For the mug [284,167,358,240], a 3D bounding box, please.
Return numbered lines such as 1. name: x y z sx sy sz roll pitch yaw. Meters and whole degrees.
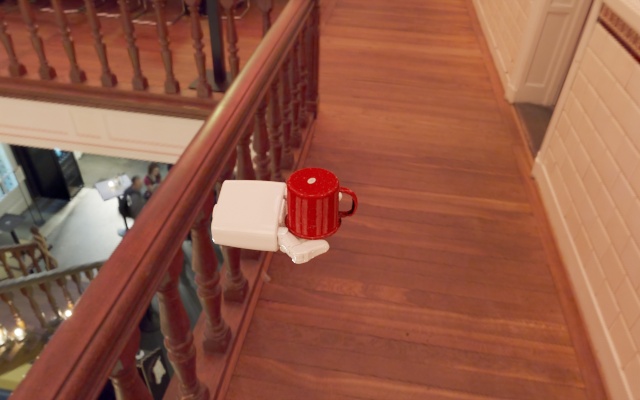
1. mug: 0.002 0.002 0.752 0.117 0.082 0.093 3 38 3
